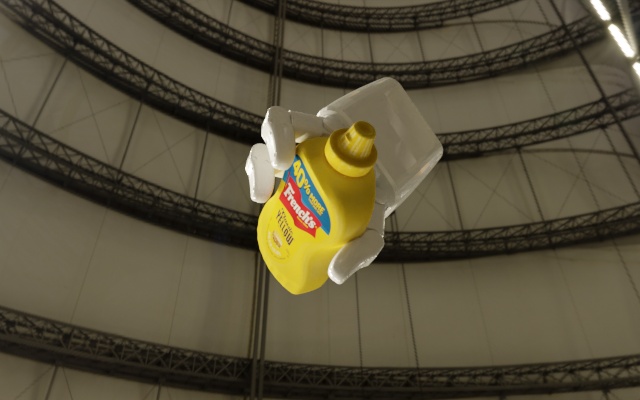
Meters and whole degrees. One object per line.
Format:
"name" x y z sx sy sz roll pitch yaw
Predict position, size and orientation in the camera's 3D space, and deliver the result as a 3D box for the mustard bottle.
"mustard bottle" 0.000 0.002 0.423 0.058 0.096 0.192 -10 -30 -31
